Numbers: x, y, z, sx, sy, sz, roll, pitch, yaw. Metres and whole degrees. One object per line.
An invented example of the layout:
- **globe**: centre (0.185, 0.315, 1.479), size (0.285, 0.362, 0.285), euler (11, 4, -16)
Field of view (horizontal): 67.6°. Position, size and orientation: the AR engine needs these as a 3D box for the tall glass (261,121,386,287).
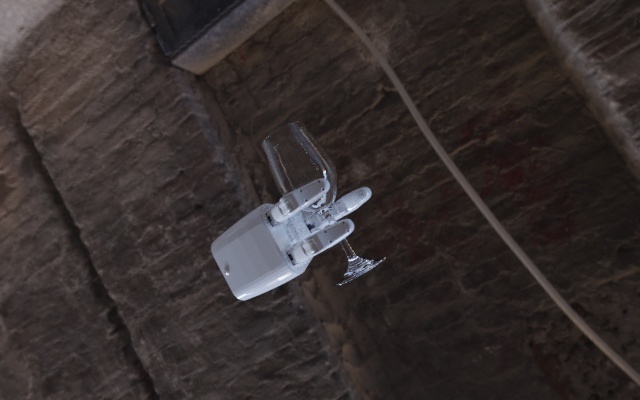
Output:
- **tall glass**: centre (0.001, 0.002, 0.598), size (0.079, 0.201, 0.079), euler (-29, -5, -3)
